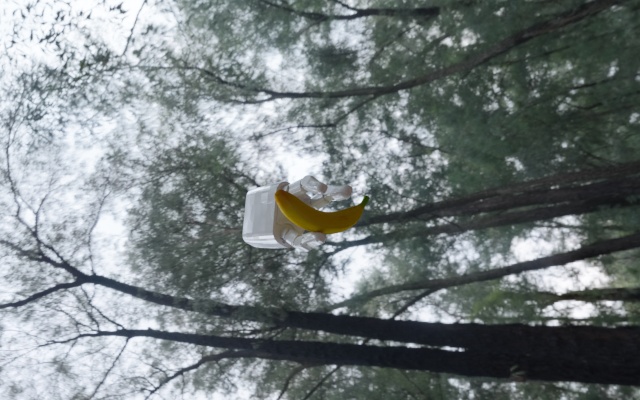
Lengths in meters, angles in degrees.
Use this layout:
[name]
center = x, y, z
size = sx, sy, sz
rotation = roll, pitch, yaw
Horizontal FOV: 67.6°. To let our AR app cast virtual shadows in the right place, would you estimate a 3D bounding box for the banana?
[banana]
center = 0.002, 0.021, 0.786
size = 0.198, 0.069, 0.037
rotation = 3, -1, -42
